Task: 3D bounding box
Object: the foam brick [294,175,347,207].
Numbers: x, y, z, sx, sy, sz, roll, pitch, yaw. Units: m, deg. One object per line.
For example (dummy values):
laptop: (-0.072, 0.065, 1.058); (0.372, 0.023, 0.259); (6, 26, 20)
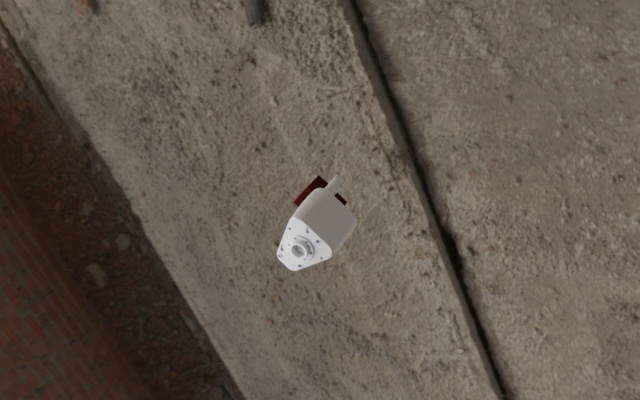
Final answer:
foam brick: (0.000, 0.003, 0.894); (0.053, 0.078, 0.051); (-46, 1, 37)
